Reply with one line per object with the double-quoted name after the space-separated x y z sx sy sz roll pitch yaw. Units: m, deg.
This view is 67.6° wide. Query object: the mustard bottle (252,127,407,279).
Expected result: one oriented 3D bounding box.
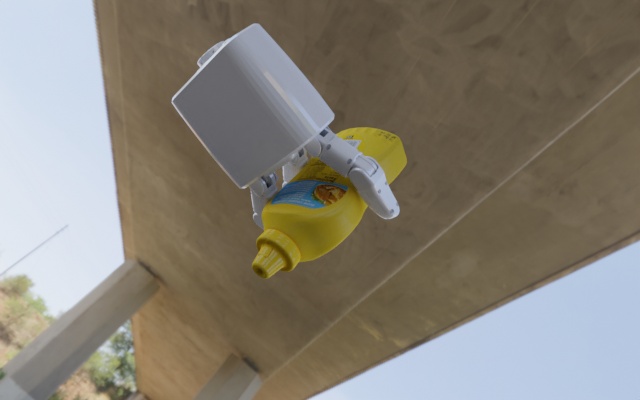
0.000 0.002 0.457 0.096 0.058 0.191 6 41 39 "mustard bottle"
